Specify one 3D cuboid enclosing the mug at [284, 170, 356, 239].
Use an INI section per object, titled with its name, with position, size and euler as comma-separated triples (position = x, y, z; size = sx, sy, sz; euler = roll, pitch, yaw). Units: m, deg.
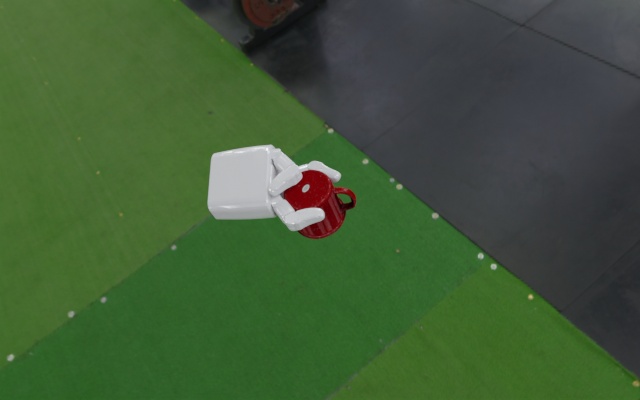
[mug]
position = 0.001, 0.002, 0.782
size = 0.117, 0.093, 0.082
euler = -6, -35, 14
